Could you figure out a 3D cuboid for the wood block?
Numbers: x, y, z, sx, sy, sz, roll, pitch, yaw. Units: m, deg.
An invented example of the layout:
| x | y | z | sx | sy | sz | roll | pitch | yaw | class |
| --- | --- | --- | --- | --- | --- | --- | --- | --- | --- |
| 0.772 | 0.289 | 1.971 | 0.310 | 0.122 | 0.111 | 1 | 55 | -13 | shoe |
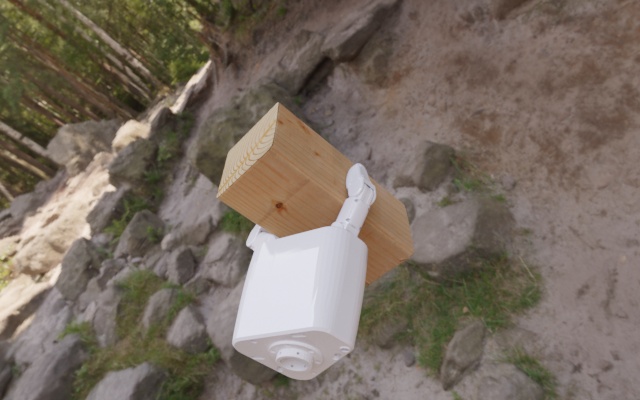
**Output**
| x | y | z | sx | sy | sz | roll | pitch | yaw | class |
| --- | --- | --- | --- | --- | --- | --- | --- | --- | --- |
| 0.000 | 0.002 | 0.536 | 0.206 | 0.090 | 0.091 | 36 | -59 | -26 | wood block |
